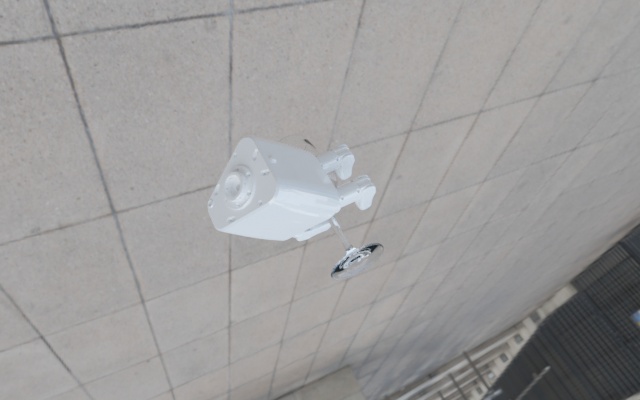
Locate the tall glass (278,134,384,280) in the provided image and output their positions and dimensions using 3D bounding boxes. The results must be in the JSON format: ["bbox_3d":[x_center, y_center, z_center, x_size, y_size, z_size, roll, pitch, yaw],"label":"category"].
[{"bbox_3d":[0.000,0.003,0.635,0.079,0.201,0.079,-23,-30,-14],"label":"tall glass"}]
